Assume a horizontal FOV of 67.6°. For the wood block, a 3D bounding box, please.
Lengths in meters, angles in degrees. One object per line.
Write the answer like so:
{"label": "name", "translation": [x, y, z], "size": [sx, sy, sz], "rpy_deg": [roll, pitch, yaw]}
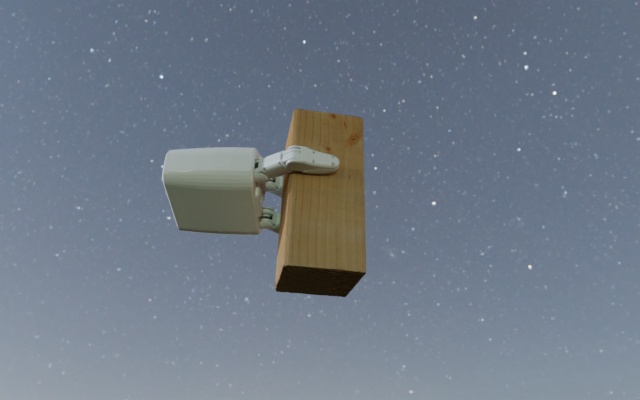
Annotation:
{"label": "wood block", "translation": [0.000, 0.002, 0.580], "size": [0.090, 0.206, 0.091], "rpy_deg": [6, -29, -9]}
